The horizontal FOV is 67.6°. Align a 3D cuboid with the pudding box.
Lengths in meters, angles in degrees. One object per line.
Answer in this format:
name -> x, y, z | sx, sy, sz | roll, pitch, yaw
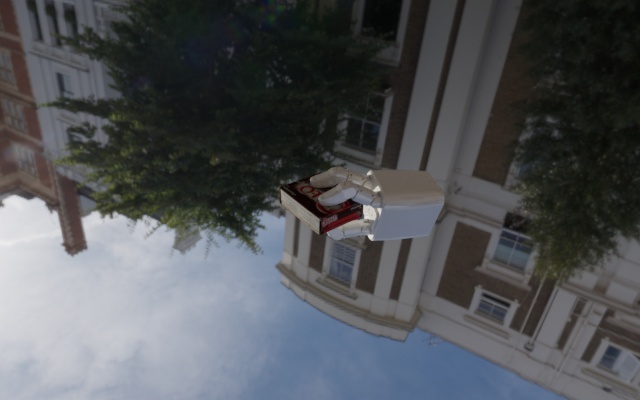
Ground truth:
pudding box -> 0.000, 0.003, 0.778 | 0.090, 0.039, 0.113 | -21, 38, -34
